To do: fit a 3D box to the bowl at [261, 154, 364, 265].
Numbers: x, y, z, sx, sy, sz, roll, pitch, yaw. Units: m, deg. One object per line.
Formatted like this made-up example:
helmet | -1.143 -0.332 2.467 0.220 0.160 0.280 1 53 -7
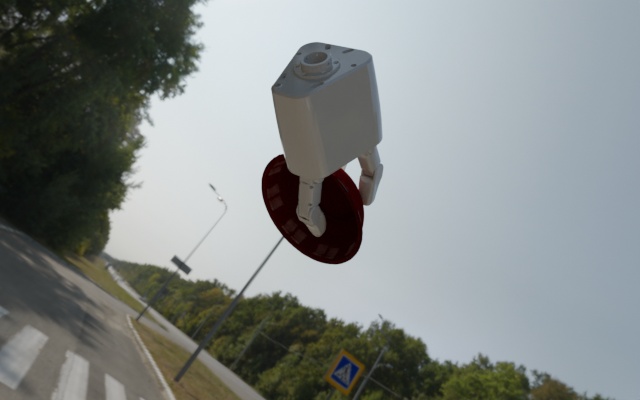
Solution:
bowl | 0.000 0.003 0.621 0.162 0.162 0.055 0 28 43
